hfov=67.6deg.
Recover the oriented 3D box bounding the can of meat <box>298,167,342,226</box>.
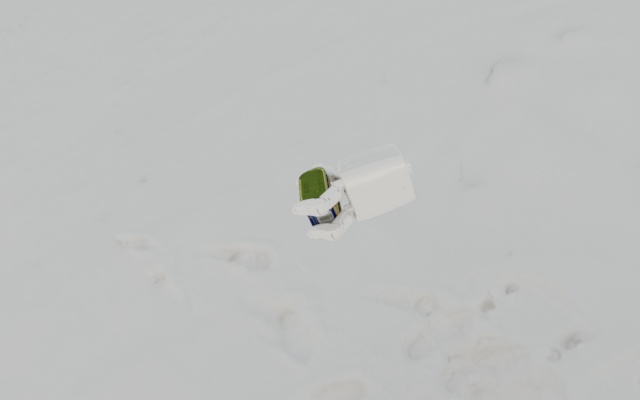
[{"bbox_3d":[0.000,0.002,0.842,0.057,0.084,0.102,-18,37,7],"label":"can of meat"}]
